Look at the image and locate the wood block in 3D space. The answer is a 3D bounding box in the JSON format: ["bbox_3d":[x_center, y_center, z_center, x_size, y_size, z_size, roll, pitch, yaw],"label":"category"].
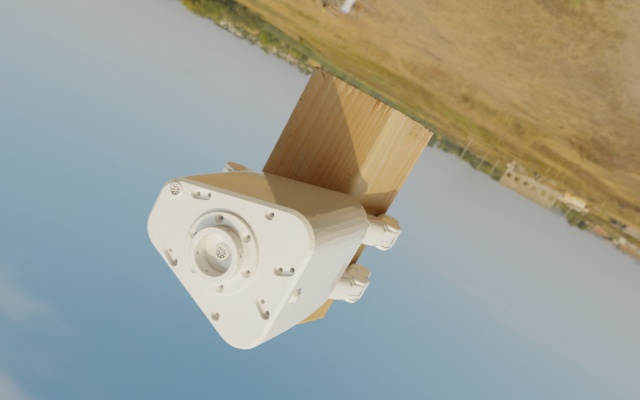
[{"bbox_3d":[0.000,0.001,0.432,0.090,0.206,0.090,36,15,28],"label":"wood block"}]
